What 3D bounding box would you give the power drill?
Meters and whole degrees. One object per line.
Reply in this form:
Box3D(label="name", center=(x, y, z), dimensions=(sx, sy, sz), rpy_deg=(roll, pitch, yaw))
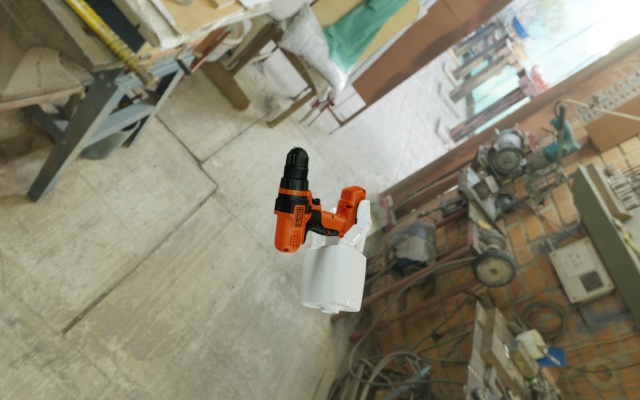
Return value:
Box3D(label="power drill", center=(0.000, 0.003, 0.874), dimensions=(0.187, 0.184, 0.057), rpy_deg=(5, 6, -41))
